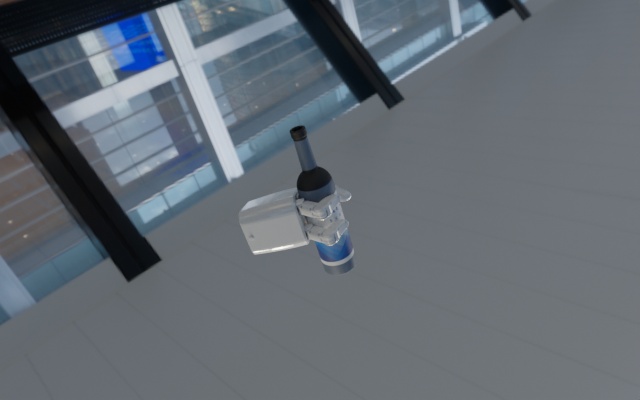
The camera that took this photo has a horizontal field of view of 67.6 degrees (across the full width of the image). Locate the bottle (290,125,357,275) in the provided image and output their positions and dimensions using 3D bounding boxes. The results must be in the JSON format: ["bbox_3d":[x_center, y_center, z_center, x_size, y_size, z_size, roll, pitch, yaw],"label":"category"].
[{"bbox_3d":[0.000,0.003,0.869,0.069,0.296,0.069,-13,29,8],"label":"bottle"}]
